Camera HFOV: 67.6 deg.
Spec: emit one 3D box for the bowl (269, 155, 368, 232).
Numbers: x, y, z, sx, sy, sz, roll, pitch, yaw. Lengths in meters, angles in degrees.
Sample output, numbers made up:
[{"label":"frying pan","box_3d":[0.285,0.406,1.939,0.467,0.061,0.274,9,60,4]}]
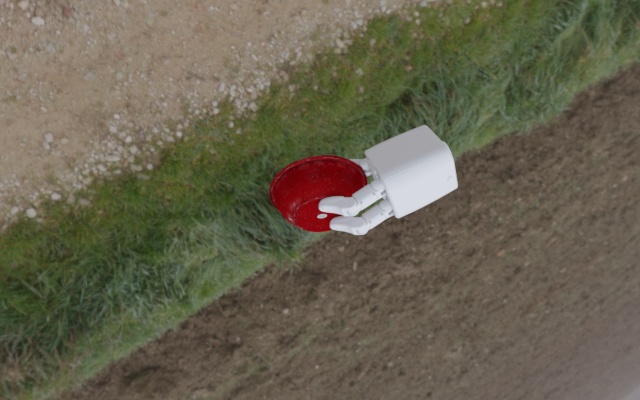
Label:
[{"label":"bowl","box_3d":[-0.001,0.003,0.759,0.162,0.055,0.162,-6,-38,-4]}]
